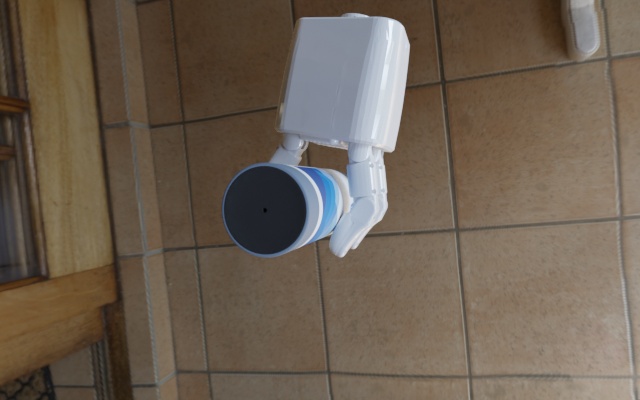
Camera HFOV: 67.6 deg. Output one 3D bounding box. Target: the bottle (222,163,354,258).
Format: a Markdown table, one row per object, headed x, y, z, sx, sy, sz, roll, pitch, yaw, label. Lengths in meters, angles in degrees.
| x | y | z | sx | sy | sz | roll | pitch | yaw | label |
| --- | --- | --- | --- | --- | --- | --- | --- | --- | --- |
| 0.000 | 0.002 | 0.473 | 0.069 | 0.069 | 0.295 | 0 | 2 | 15 | bottle |
